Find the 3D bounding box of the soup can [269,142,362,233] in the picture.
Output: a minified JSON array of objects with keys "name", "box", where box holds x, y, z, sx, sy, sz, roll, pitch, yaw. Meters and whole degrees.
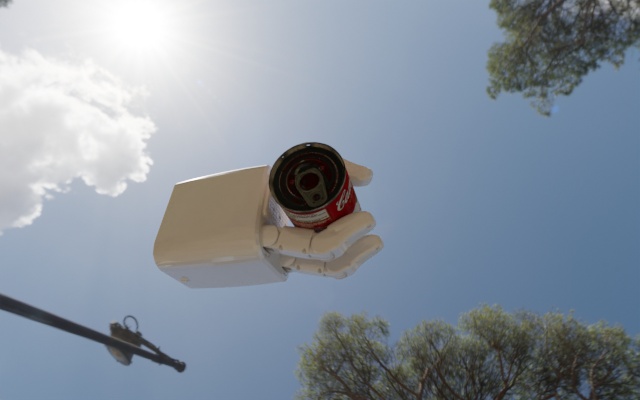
[{"name":"soup can","box":[0.001,0.001,0.447,0.068,0.068,0.102,0,-26,15]}]
